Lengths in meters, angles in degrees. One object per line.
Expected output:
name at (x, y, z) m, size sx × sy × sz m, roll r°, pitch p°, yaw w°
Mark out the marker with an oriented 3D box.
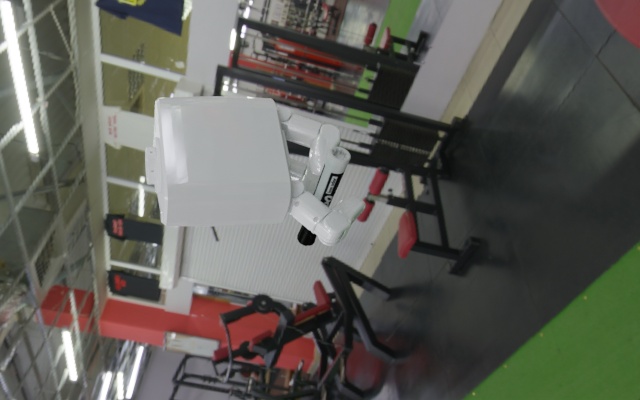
marker at (0.000, 0.001, 0.440) m, size 0.020 × 0.020 × 0.121 m, roll 0°, pitch -42°, yaw -22°
